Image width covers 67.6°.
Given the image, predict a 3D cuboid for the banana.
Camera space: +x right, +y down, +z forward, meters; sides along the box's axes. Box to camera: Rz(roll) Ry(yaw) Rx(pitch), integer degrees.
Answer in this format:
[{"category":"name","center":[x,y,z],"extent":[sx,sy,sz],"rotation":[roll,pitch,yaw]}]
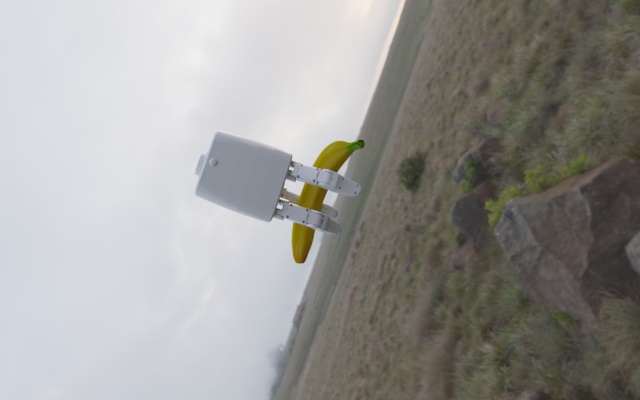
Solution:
[{"category":"banana","center":[-0.004,-0.007,0.684],"extent":[0.037,0.198,0.069],"rotation":[19,14,-24]}]
